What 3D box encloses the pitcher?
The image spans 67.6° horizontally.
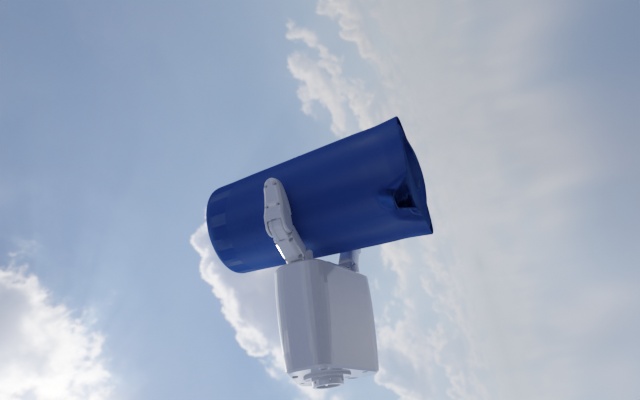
[{"bbox_3d":[0.000,0.002,0.557,0.243,0.145,0.149,-17,-31,15],"label":"pitcher"}]
